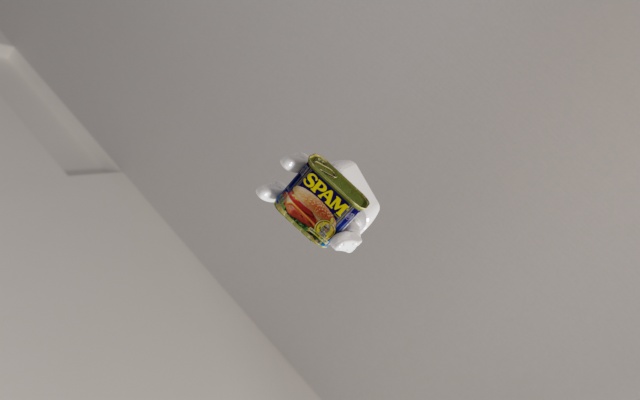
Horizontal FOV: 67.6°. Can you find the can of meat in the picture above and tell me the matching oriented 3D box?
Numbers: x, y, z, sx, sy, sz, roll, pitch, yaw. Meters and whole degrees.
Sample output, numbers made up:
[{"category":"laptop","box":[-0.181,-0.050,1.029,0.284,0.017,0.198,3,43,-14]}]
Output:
[{"category":"can of meat","box":[0.000,0.002,0.646,0.102,0.084,0.057,43,20,3]}]
